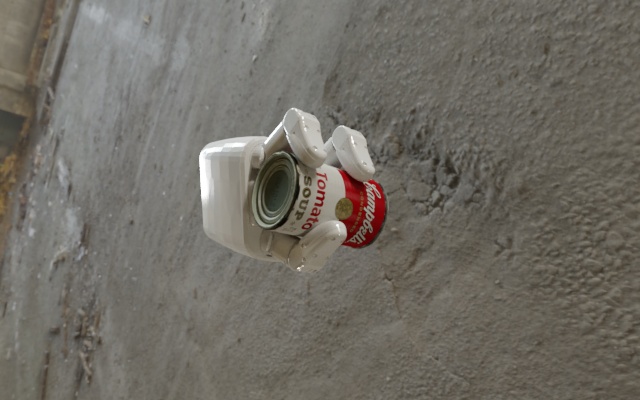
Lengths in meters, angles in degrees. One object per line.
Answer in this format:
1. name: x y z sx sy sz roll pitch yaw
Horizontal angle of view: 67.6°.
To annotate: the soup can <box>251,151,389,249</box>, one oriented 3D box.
1. soup can: 0.000 0.001 0.417 0.102 0.068 0.068 15 -9 -37
